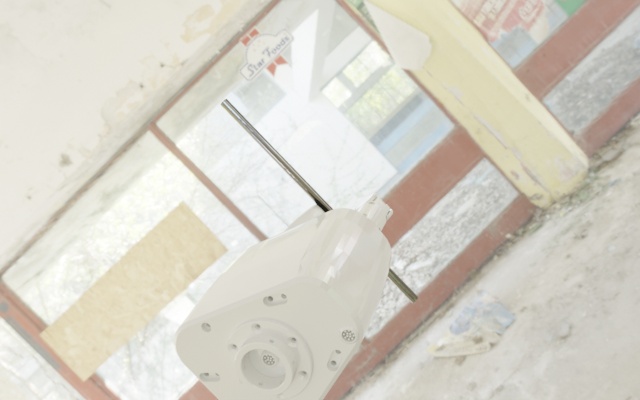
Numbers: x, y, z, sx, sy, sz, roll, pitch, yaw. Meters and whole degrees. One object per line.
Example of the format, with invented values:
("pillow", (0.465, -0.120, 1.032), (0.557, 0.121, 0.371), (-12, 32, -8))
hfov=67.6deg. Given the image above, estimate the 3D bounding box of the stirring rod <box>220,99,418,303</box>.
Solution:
("stirring rod", (0.000, 0.001, 0.417), (0.011, 0.239, 0.011), (-44, 3, 2))
